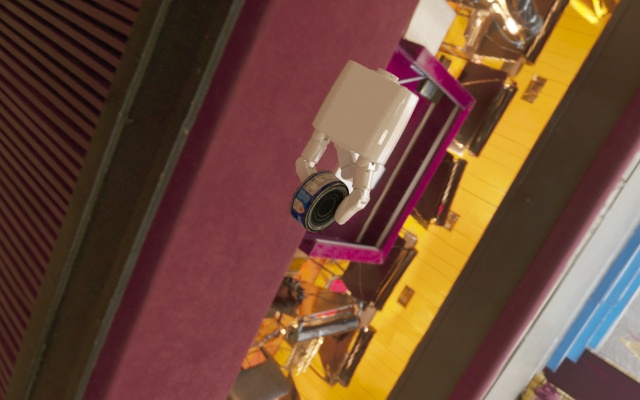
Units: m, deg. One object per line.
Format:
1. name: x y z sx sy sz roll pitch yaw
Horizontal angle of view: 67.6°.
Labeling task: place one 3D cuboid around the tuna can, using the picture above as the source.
1. tuna can: 0.000 0.003 0.671 0.033 0.086 0.086 40 24 31
